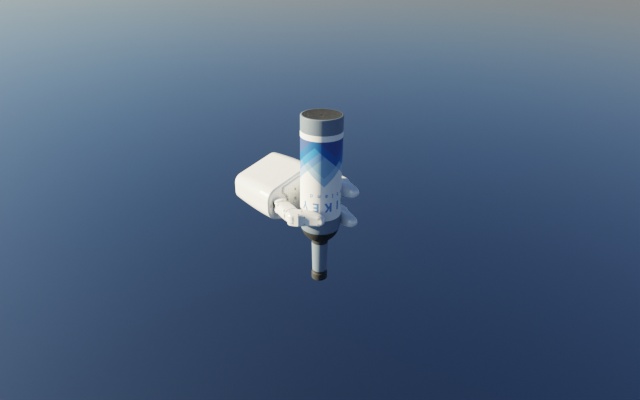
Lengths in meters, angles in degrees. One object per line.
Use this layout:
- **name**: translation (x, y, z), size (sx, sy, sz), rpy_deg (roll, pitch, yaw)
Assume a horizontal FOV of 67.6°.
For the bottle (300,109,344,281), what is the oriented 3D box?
- **bottle**: translation (0.000, 0.002, 0.782), size (0.069, 0.296, 0.069), rpy_deg (1, 26, 0)
